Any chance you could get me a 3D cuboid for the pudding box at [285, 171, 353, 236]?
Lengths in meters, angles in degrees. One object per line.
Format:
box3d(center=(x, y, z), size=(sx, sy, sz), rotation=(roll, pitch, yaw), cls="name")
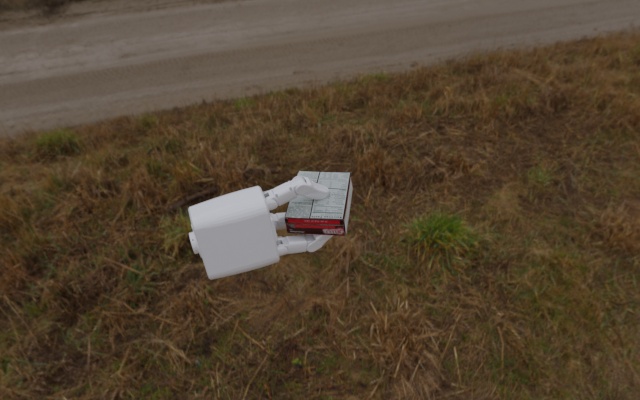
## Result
box3d(center=(0.000, 0.002, 0.730), size=(0.090, 0.039, 0.113), rotation=(3, 45, 9), cls="pudding box")
